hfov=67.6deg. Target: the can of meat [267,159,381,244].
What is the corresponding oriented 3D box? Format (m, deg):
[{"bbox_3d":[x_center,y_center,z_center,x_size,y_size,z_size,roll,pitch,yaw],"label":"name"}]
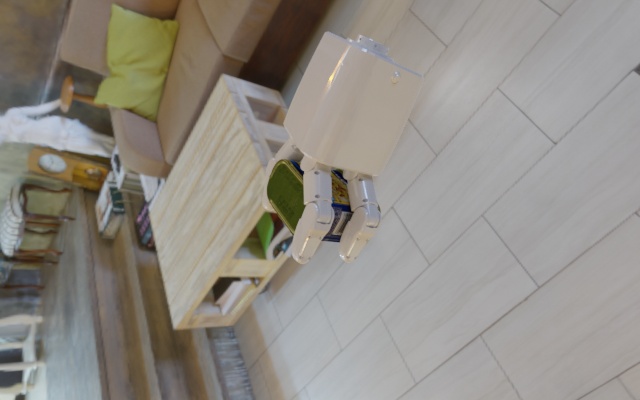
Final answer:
[{"bbox_3d":[0.000,0.002,0.510,0.084,0.057,0.102,10,27,-40],"label":"can of meat"}]
